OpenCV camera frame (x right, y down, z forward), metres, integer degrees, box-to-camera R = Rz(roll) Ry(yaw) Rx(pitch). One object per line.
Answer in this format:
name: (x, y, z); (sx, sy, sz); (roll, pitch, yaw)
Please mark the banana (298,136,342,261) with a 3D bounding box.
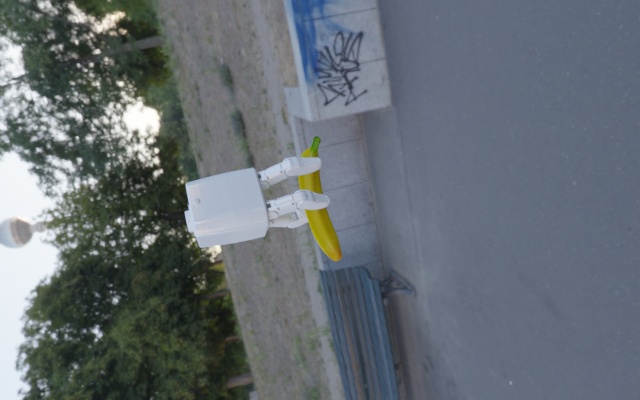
banana: (-0.006, 0.002, 0.767); (0.037, 0.198, 0.069); (-10, -6, -18)
